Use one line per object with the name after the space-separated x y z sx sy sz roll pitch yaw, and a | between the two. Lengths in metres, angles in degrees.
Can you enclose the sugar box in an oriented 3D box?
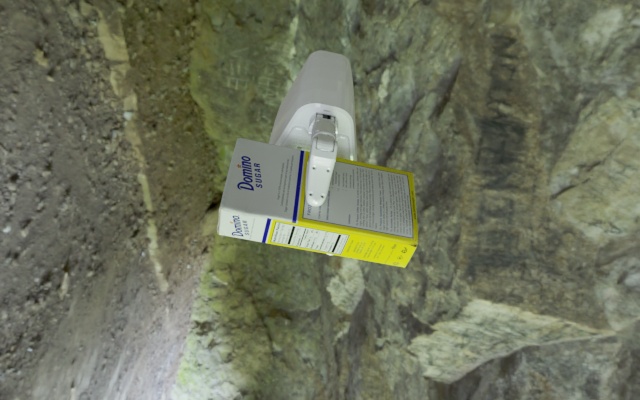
0.000 0.002 0.448 0.176 0.093 0.048 10 -42 -5 | sugar box
